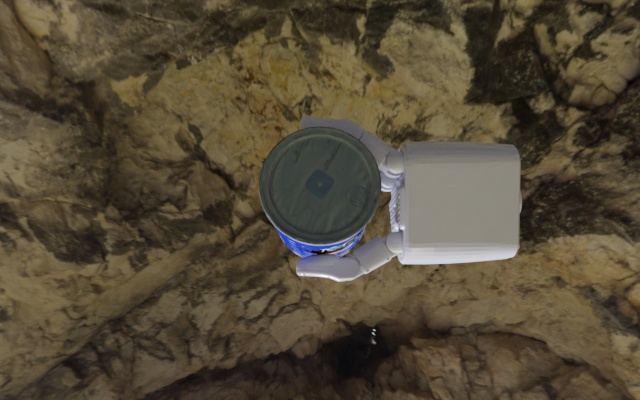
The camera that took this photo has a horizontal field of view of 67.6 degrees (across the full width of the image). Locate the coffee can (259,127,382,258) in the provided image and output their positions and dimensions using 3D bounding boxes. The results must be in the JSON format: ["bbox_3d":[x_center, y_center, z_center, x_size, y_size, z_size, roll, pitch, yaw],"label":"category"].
[{"bbox_3d":[0.000,0.002,0.465,0.103,0.102,0.140,0,-13,0],"label":"coffee can"}]
